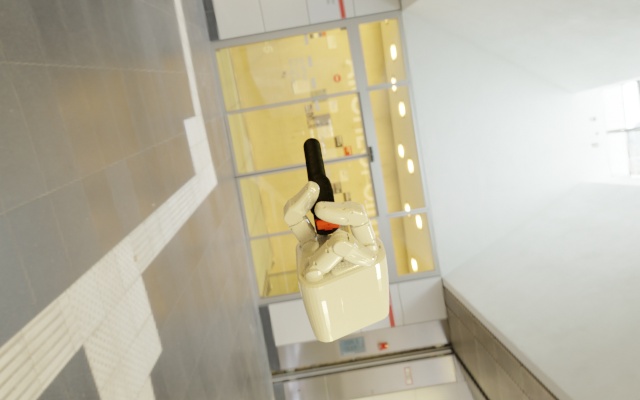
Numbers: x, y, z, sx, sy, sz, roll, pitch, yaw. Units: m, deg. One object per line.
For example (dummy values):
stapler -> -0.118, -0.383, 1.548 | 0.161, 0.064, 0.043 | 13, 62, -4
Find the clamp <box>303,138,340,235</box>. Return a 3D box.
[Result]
clamp -> 0.001, 0.002, 0.646 | 0.039, 0.120, 0.171 | -11, 34, 1
